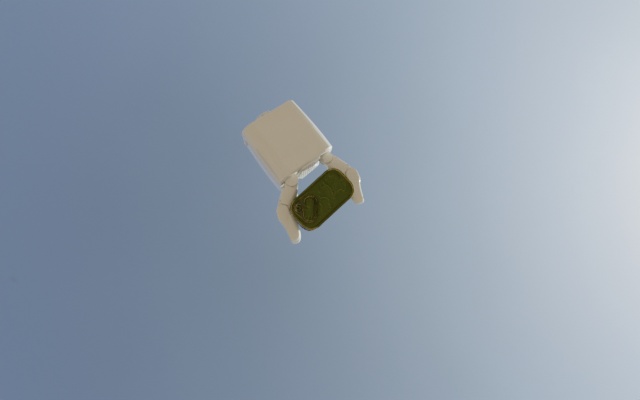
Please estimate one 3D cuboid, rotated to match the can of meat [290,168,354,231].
[{"bbox_3d":[0.000,0.003,0.768,0.102,0.057,0.084,-43,-3,-8],"label":"can of meat"}]
